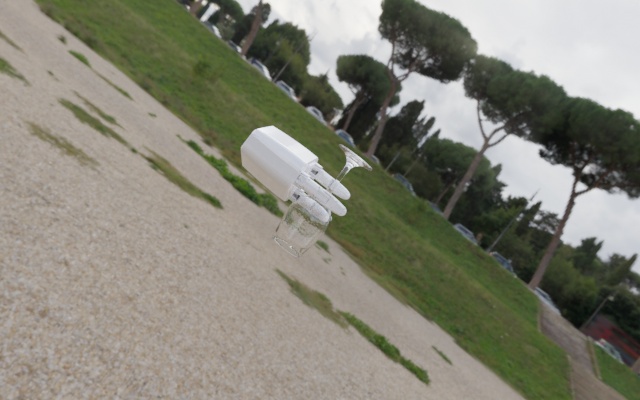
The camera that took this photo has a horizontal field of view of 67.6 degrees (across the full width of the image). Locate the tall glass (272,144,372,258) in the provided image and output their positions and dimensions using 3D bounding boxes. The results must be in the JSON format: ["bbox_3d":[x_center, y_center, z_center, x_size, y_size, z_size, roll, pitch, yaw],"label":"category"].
[{"bbox_3d":[0.001,0.002,0.835,0.079,0.201,0.079,38,1,-1],"label":"tall glass"}]
